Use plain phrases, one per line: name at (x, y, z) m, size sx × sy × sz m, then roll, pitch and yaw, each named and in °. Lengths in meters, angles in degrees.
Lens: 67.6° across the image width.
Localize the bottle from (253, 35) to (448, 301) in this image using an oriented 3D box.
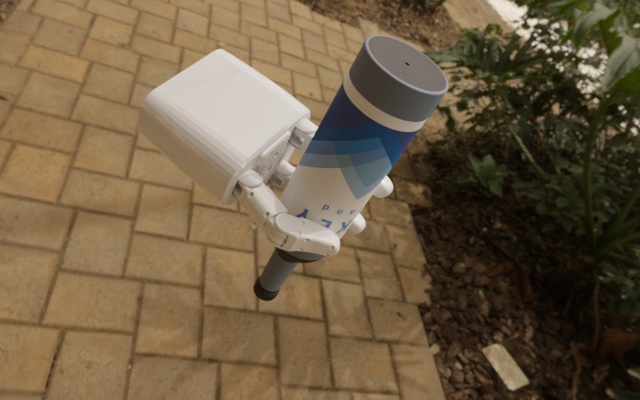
bottle at (0.000, 0.001, 0.422) m, size 0.069 × 0.069 × 0.296 m, roll 0°, pitch -41°, yaw -32°
